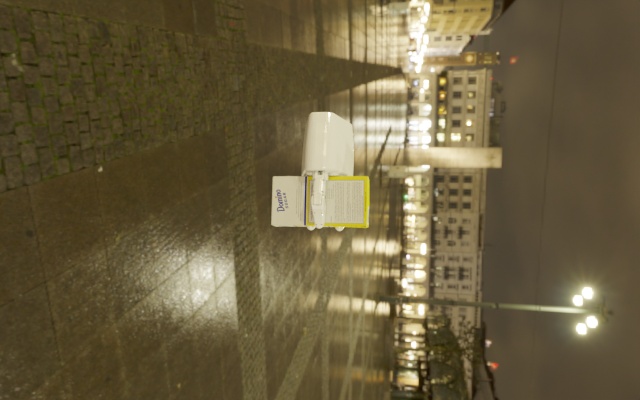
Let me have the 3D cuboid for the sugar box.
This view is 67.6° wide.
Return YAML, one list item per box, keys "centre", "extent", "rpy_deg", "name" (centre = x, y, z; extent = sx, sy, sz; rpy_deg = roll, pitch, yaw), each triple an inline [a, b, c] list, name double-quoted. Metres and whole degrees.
- centre: [0.000, 0.003, 0.877]
  extent: [0.176, 0.093, 0.048]
  rpy_deg: [1, -6, 11]
  name: "sugar box"
